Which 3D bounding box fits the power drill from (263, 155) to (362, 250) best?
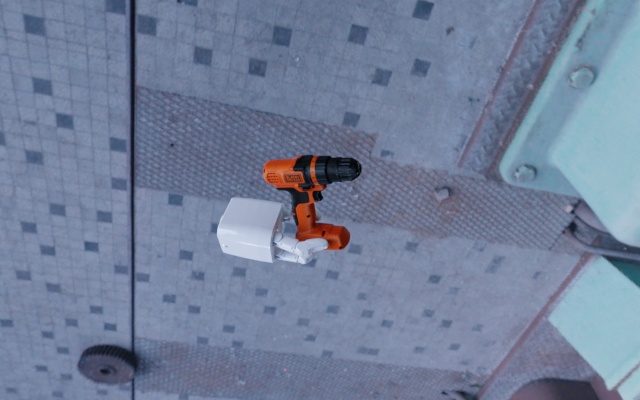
[{"bbox_3d":[0.000,0.003,0.876,0.184,0.188,0.057,1,33,26],"label":"power drill"}]
